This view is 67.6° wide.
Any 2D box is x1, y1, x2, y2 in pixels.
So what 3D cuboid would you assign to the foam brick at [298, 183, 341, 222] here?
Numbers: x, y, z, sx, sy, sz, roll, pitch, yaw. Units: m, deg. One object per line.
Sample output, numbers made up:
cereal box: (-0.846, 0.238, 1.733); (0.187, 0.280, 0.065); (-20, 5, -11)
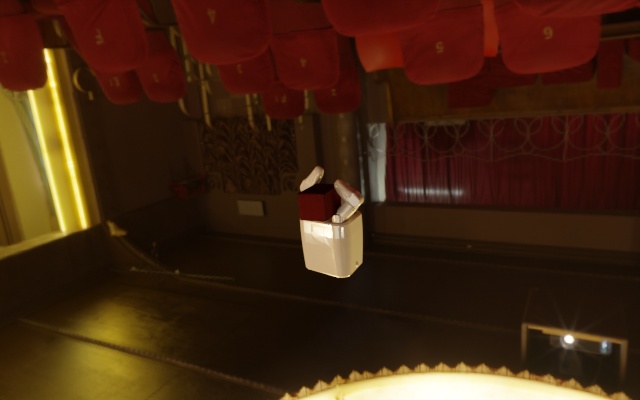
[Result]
foam brick: (0.000, 0.003, 0.862); (0.053, 0.051, 0.078); (3, 16, 25)
